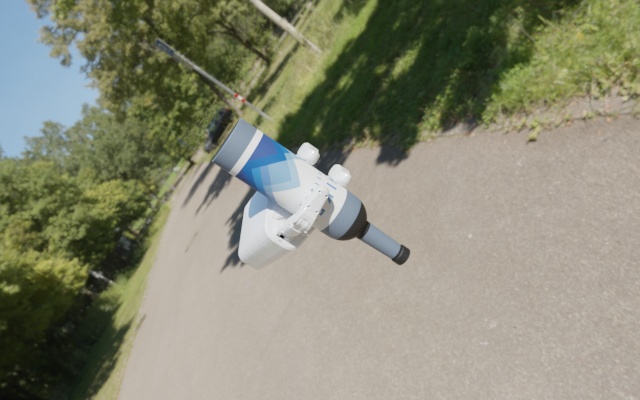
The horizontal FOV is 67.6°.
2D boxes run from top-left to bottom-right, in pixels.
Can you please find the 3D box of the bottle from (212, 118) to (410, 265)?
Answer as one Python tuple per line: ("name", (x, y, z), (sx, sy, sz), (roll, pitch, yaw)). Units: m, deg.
("bottle", (0.000, 0.002, 0.638), (0.296, 0.069, 0.069), (33, -10, -15))
